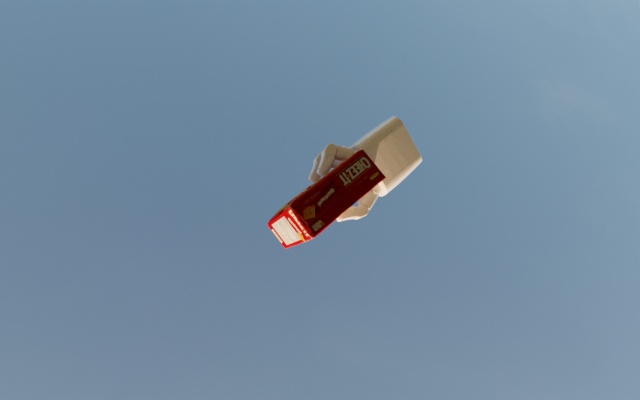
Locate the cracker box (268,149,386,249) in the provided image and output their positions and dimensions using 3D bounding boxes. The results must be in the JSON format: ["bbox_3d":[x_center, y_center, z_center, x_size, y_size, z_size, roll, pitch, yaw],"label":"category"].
[{"bbox_3d":[0.000,0.003,0.855,0.164,0.072,0.214,-39,2,-19],"label":"cracker box"}]
